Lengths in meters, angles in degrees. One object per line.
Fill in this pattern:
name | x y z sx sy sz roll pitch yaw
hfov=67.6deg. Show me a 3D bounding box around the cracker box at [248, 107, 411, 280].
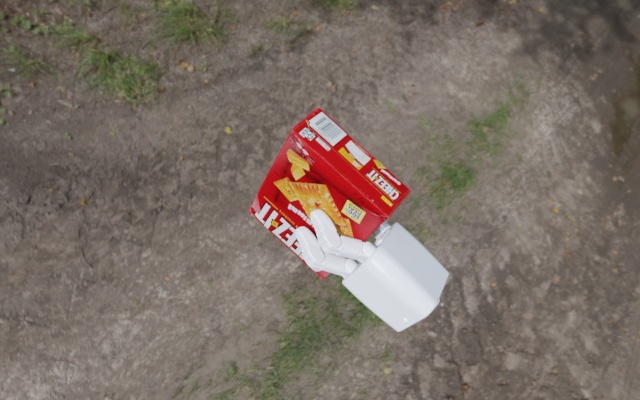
cracker box | 0.000 0.002 0.675 0.072 0.164 0.214 -44 -5 -38
